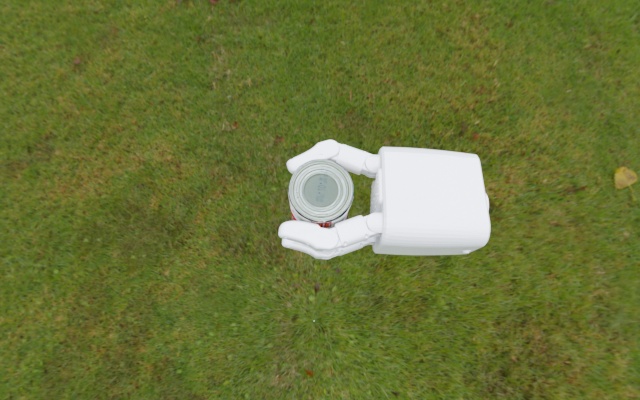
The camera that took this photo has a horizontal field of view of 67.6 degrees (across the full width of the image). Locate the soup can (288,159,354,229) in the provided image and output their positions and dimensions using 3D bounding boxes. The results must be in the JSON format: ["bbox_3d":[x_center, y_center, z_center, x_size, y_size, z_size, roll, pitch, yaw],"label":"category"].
[{"bbox_3d":[0.000,0.001,0.521,0.068,0.068,0.102,0,-14,-1],"label":"soup can"}]
